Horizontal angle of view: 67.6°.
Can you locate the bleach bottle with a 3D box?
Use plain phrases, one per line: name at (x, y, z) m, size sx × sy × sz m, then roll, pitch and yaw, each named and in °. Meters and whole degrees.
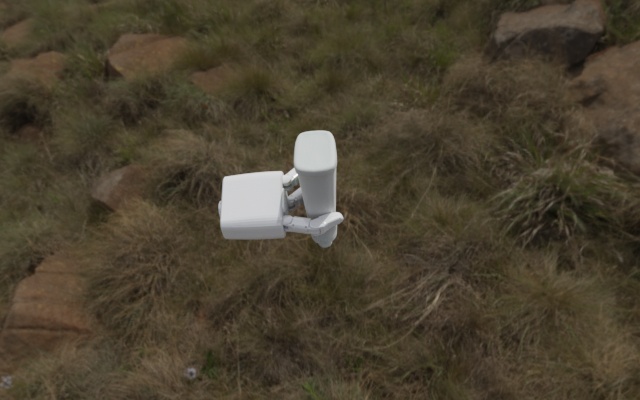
bleach bottle at (0.000, 0.003, 0.845) m, size 0.068 × 0.102 × 0.251 m, roll -3°, pitch -43°, yaw 3°
